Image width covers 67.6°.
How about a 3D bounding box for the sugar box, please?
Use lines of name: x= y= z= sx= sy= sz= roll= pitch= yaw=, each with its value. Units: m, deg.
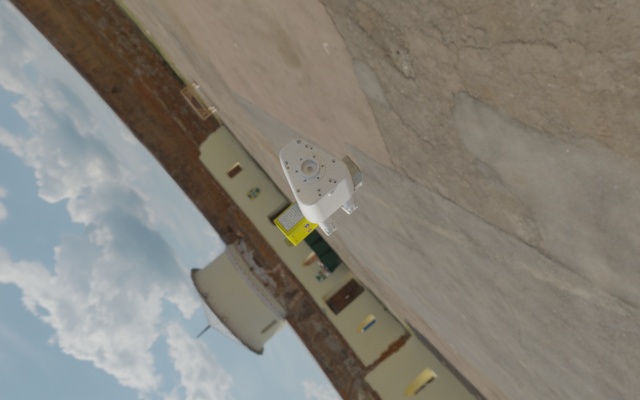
sugar box: x=0.000 y=0.003 z=0.877 sx=0.176 sy=0.048 sz=0.093 roll=-40 pitch=-16 yaw=-5
